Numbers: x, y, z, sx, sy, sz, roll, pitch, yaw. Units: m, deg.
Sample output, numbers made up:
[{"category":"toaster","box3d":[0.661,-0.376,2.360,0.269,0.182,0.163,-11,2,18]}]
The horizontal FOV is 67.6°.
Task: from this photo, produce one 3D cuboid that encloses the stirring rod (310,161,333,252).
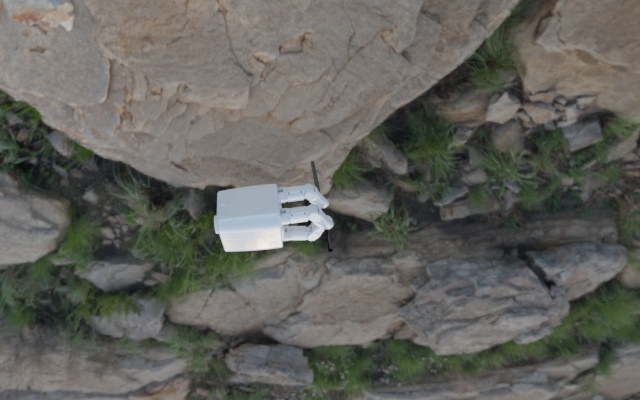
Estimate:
[{"category":"stirring rod","box3d":[0.000,0.003,0.891,0.011,0.011,0.239,0,42,-11]}]
